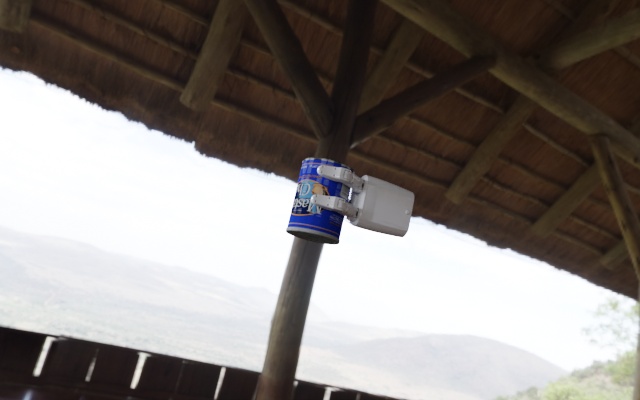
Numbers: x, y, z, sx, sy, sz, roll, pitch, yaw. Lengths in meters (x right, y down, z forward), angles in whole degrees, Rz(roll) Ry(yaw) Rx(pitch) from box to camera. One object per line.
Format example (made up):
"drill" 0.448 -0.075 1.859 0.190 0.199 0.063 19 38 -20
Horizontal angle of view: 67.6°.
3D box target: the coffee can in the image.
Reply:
"coffee can" 0.000 0.003 0.899 0.103 0.140 0.103 12 -13 3
